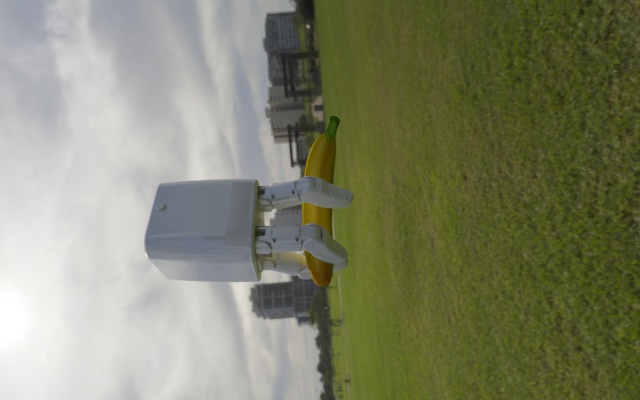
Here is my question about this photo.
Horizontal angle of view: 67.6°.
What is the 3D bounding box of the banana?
[{"bbox_3d":[-0.002,0.004,0.553,0.037,0.197,0.070,4,-18,-5],"label":"banana"}]
